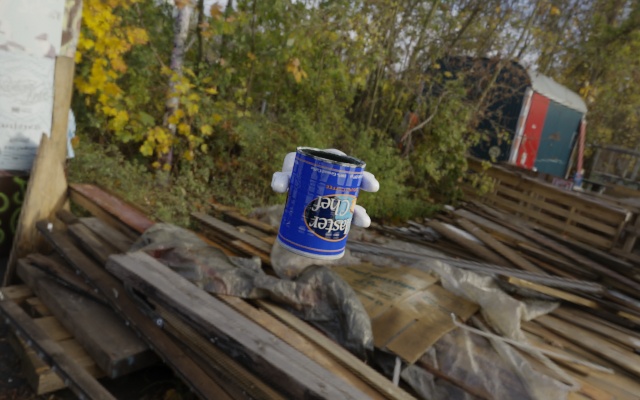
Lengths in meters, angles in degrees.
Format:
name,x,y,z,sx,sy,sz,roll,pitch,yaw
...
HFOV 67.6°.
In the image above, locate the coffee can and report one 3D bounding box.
name,x,y,z,sx,sy,sz,roll,pitch,yaw
coffee can,0.000,0.002,0.696,0.103,0.140,0.102,12,13,-3
